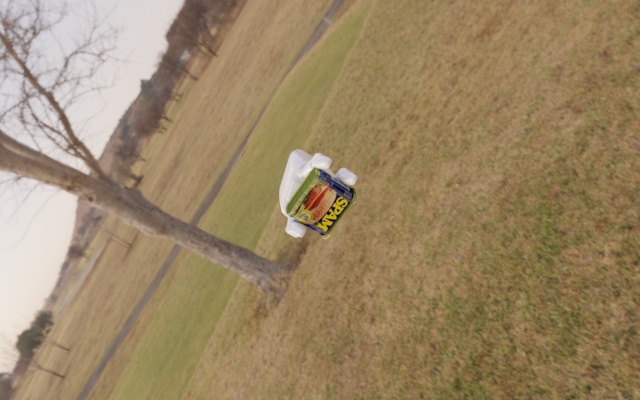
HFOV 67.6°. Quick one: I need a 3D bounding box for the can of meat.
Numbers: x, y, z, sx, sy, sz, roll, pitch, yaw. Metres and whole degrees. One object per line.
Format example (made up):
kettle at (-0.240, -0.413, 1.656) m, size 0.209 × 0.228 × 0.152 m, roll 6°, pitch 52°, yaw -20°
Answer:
can of meat at (0.000, 0.003, 0.828) m, size 0.084 × 0.102 × 0.057 m, roll 31°, pitch 17°, yaw -18°
